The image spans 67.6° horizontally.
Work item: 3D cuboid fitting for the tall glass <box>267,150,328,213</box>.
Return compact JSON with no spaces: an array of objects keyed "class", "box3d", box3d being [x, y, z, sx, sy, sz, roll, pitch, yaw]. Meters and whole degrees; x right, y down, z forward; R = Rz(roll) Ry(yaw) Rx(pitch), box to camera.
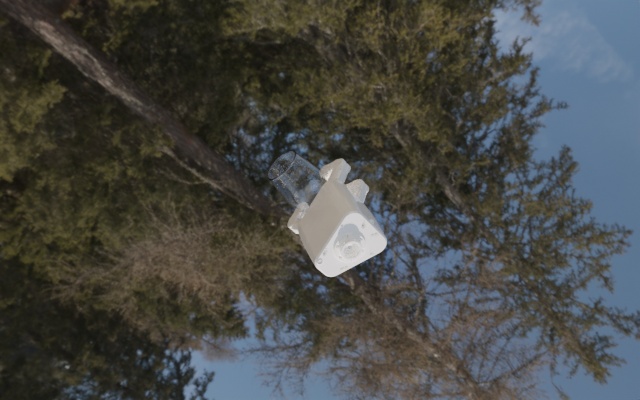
[{"class":"tall glass","box3d":[0.000,0.003,0.811,0.201,0.079,0.079,44,-25,-29]}]
